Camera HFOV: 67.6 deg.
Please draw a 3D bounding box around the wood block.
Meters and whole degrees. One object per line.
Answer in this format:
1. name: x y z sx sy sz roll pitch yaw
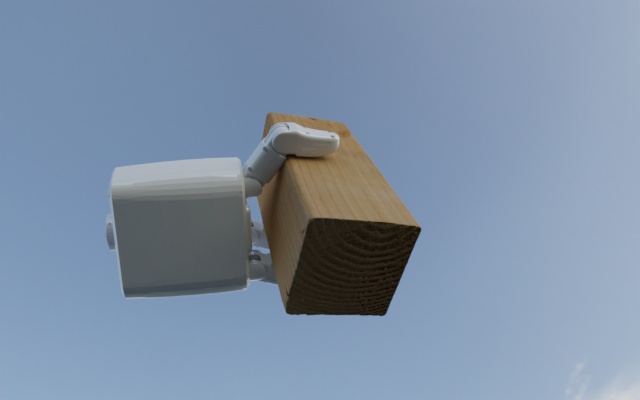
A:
1. wood block: 0.000 0.001 0.442 0.090 0.091 0.206 6 29 -19
